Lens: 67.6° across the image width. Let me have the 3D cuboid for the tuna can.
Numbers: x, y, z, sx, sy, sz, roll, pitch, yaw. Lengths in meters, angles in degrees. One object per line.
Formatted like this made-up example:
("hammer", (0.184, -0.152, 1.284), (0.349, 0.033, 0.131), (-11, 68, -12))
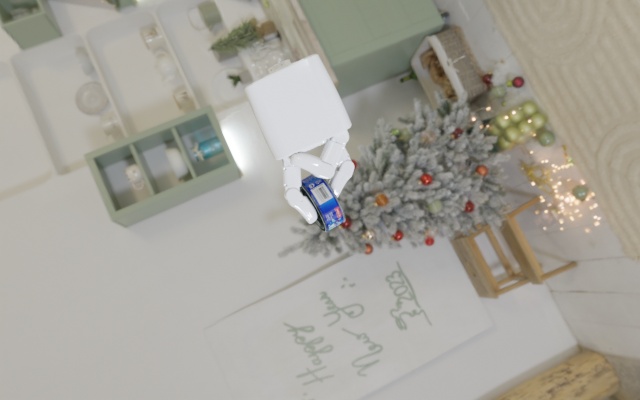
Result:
("tuna can", (0.000, 0.003, 0.700), (0.034, 0.086, 0.086), (-30, 6, -10))
